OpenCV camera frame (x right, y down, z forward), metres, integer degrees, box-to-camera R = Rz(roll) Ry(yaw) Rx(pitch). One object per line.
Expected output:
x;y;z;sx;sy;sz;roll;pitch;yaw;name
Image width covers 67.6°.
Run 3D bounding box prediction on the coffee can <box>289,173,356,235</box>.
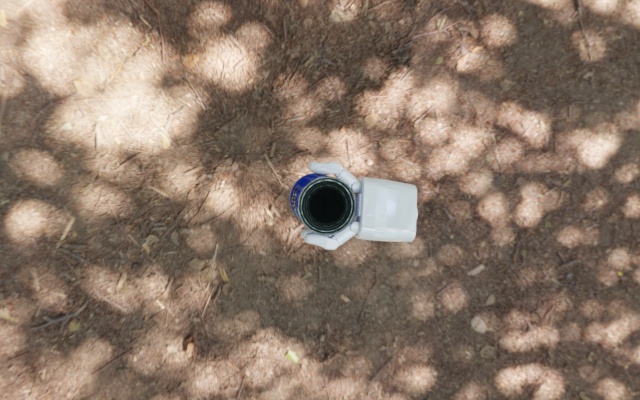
0.000;0.003;0.885;0.103;0.103;0.140;0;6;-9;coffee can
